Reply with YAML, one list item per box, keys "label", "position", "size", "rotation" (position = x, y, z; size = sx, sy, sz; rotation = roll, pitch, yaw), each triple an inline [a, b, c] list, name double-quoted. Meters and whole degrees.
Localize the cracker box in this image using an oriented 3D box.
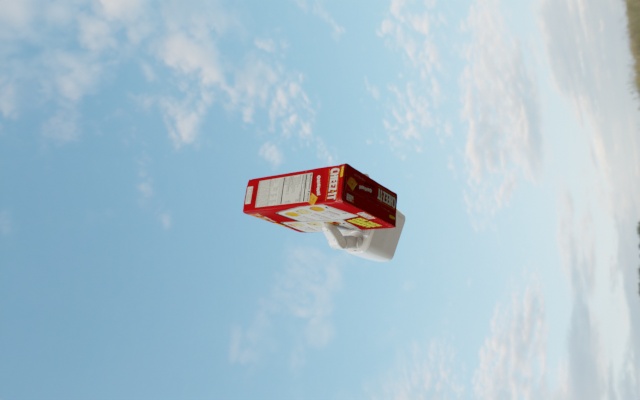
- label: "cracker box"
  position: [0.000, 0.003, 0.826]
  size: [0.214, 0.072, 0.164]
  rotation: [-7, -20, 37]
